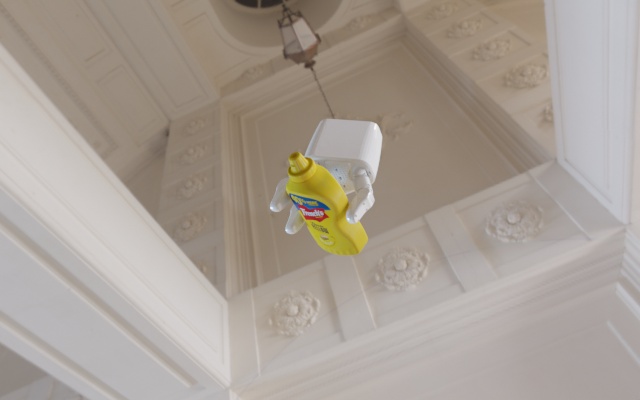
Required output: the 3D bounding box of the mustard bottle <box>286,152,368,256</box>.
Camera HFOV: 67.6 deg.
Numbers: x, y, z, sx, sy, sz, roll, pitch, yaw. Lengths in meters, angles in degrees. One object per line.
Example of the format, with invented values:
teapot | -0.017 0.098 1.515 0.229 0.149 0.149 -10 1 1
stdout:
mustard bottle | 0.000 0.003 0.721 0.096 0.058 0.192 16 -34 41
